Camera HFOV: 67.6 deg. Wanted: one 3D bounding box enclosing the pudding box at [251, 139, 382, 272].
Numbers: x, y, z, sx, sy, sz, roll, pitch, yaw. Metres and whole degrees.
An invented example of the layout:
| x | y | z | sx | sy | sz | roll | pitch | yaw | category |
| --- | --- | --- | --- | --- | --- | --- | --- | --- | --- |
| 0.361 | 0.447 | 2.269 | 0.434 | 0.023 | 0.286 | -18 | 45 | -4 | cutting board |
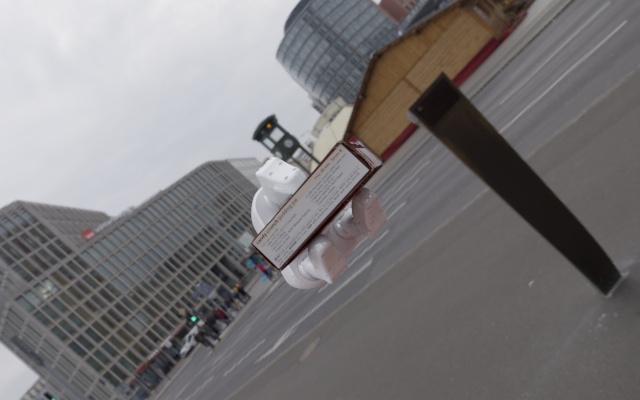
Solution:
| x | y | z | sx | sy | sz | roll | pitch | yaw | category |
| --- | --- | --- | --- | --- | --- | --- | --- | --- | --- |
| 0.000 | 0.001 | 0.404 | 0.039 | 0.113 | 0.090 | 41 | 12 | 3 | pudding box |
